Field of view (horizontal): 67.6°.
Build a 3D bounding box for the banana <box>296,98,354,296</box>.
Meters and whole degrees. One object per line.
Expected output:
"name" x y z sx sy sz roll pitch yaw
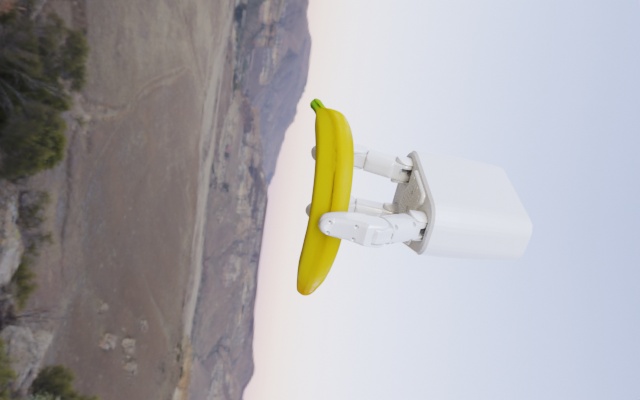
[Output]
"banana" 0.005 -0.001 0.454 0.037 0.198 0.069 6 1 -14
